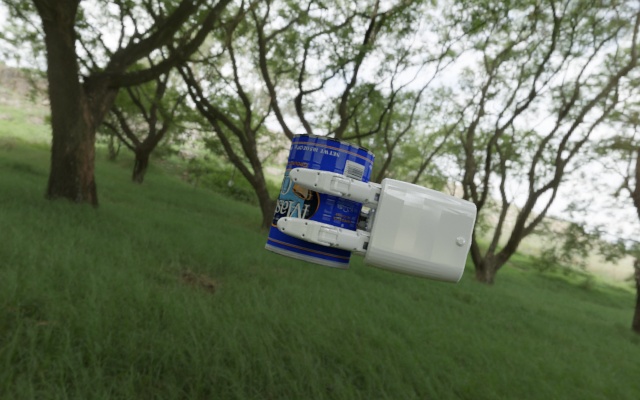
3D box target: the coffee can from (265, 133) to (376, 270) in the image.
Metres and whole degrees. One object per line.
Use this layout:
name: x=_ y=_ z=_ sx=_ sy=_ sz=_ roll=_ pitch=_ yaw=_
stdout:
coffee can: x=0.000 y=0.002 z=0.572 sx=0.103 sy=0.140 sz=0.103 roll=14 pitch=-3 yaw=1
